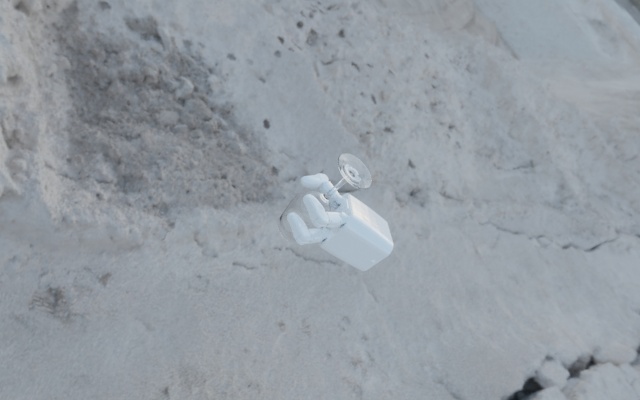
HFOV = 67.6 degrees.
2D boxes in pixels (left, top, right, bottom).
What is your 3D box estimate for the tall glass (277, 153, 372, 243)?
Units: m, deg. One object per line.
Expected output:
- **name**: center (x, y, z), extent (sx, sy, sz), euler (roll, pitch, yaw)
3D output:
- **tall glass**: center (0.000, 0.002, 0.870), extent (0.079, 0.079, 0.201), euler (0, -32, -44)
